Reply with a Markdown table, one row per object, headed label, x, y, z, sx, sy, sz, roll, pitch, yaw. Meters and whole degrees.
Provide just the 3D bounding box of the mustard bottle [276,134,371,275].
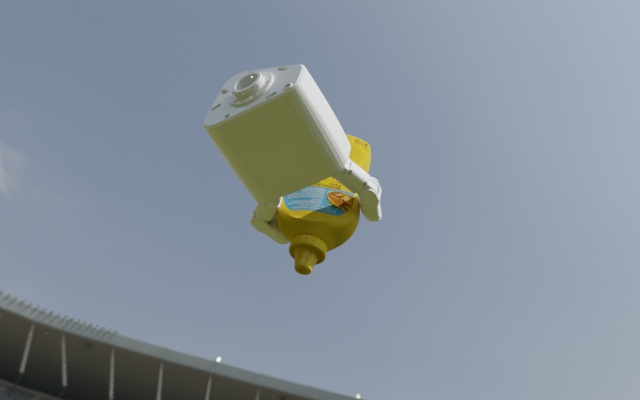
| label | x | y | z | sx | sy | sz | roll | pitch | yaw |
| --- | --- | --- | --- | --- | --- | --- | --- | --- | --- |
| mustard bottle | 0.000 | 0.002 | 0.559 | 0.096 | 0.191 | 0.058 | 7 | -41 | 9 |
